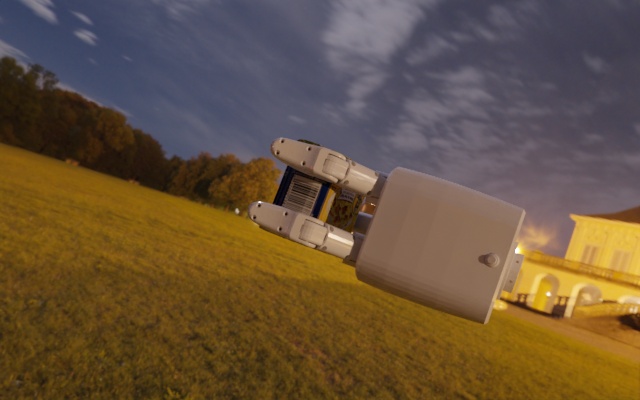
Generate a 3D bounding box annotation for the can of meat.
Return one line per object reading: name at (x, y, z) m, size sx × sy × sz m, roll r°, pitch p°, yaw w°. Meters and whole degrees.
can of meat at (0.000, 0.001, 0.435) m, size 0.057 × 0.084 × 0.102 m, roll 19°, pitch -5°, yaw 26°
